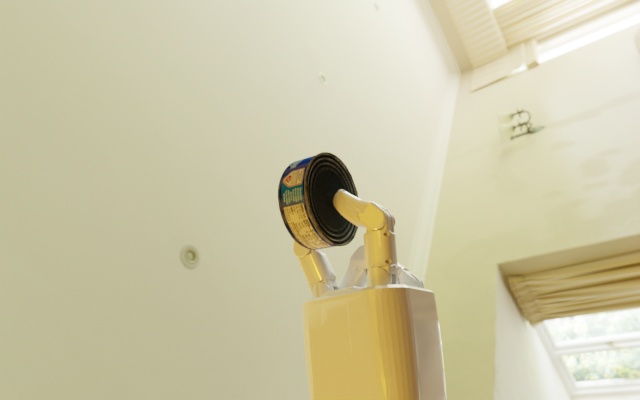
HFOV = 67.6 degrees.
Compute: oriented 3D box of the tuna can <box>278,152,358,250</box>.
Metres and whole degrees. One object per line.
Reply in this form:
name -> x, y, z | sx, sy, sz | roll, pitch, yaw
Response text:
tuna can -> 0.000, 0.001, 0.436 | 0.034, 0.086, 0.086 | -13, -7, 33
